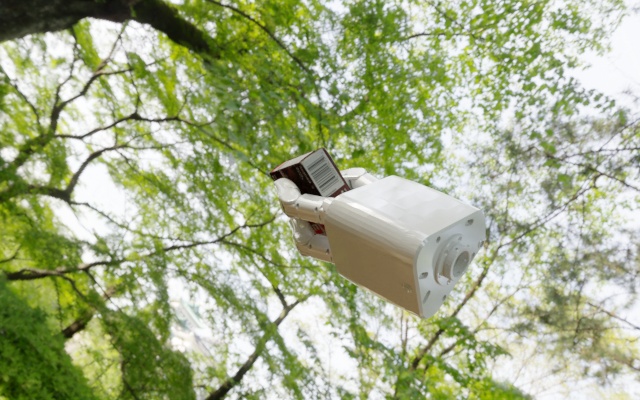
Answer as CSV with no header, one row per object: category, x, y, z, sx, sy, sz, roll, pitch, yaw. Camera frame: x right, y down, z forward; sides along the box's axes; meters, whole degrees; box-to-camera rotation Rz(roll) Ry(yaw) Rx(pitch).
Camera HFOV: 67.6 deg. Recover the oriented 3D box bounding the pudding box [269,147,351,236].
pudding box,0.000,0.002,0.534,0.039,0.113,0.090,-35,11,-26
